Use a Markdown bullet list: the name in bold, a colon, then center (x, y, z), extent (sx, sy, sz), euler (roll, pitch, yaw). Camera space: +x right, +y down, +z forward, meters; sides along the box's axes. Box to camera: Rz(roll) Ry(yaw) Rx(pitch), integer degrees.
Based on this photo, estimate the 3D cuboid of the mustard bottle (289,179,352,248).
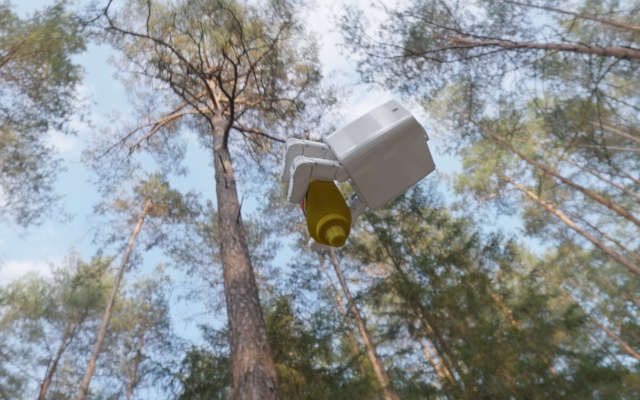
- **mustard bottle**: center (0.000, 0.002, 0.636), extent (0.058, 0.096, 0.191), euler (-11, 31, -9)
